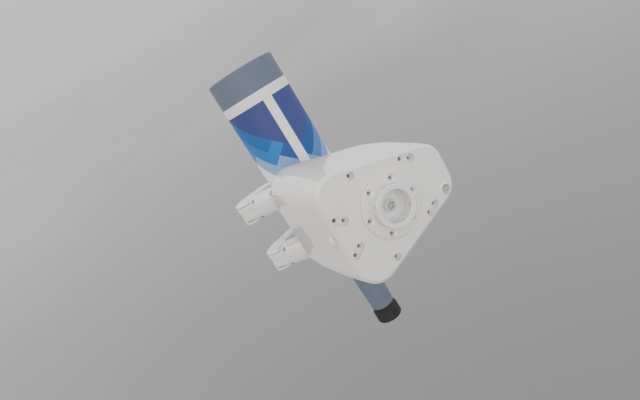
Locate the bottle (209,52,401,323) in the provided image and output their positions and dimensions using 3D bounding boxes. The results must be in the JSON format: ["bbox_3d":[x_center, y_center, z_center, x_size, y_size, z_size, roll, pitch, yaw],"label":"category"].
[{"bbox_3d":[0.000,0.001,0.476,0.069,0.296,0.069,-29,15,8],"label":"bottle"}]
